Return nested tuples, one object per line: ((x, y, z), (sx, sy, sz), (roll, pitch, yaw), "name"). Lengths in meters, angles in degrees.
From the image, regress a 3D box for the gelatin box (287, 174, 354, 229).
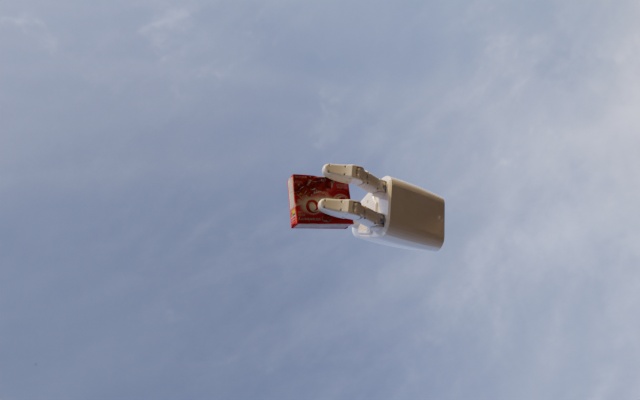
((0.000, 0.002, 0.682), (0.089, 0.073, 0.030), (2, -19, -22), "gelatin box")
